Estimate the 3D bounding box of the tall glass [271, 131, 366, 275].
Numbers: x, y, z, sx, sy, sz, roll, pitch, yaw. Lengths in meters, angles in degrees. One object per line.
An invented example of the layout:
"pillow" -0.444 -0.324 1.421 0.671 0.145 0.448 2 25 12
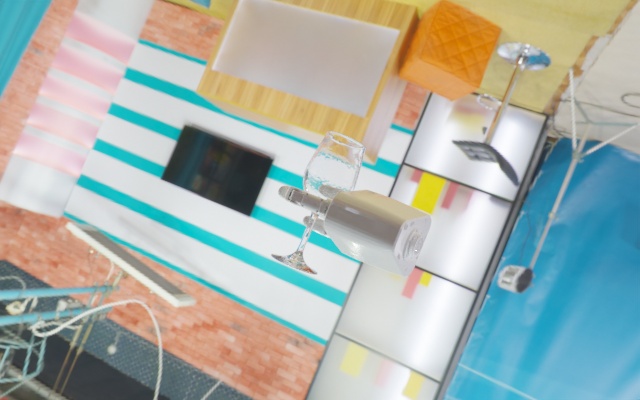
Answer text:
"tall glass" 0.000 0.003 0.701 0.079 0.201 0.079 22 -2 1
